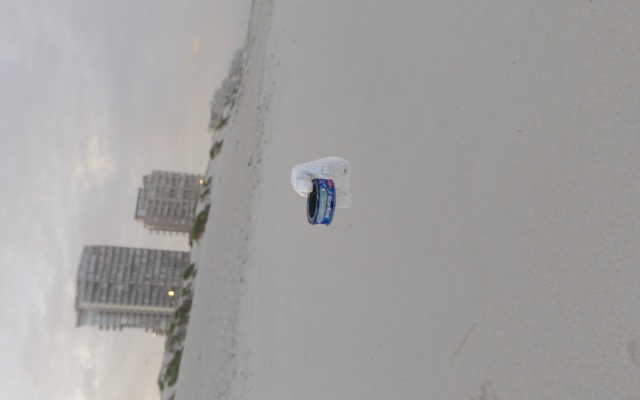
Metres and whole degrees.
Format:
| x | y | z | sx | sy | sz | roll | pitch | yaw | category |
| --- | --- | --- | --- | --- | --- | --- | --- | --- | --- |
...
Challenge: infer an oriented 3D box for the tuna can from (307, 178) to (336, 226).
| x | y | z | sx | sy | sz | roll | pitch | yaw | category |
| --- | --- | --- | --- | --- | --- | --- | --- | --- | --- |
| 0.000 | 0.003 | 0.862 | 0.034 | 0.086 | 0.086 | 5 | -1 | -14 | tuna can |
